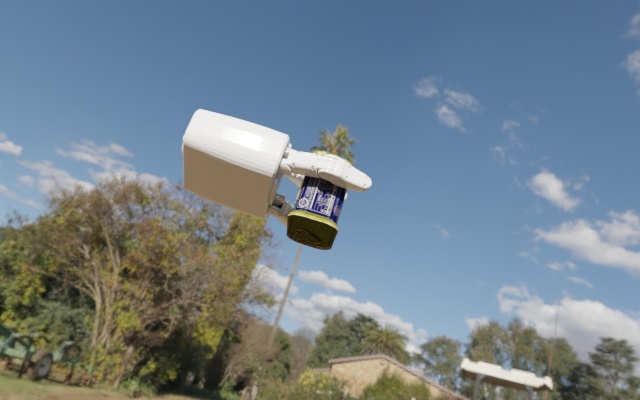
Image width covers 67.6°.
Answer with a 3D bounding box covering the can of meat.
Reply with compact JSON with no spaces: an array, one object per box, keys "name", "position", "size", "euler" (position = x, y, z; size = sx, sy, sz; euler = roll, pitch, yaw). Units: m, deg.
[{"name":"can of meat","position":[0.000,0.002,0.563],"size":[0.057,0.084,0.102],"euler":[17,-22,2]}]
